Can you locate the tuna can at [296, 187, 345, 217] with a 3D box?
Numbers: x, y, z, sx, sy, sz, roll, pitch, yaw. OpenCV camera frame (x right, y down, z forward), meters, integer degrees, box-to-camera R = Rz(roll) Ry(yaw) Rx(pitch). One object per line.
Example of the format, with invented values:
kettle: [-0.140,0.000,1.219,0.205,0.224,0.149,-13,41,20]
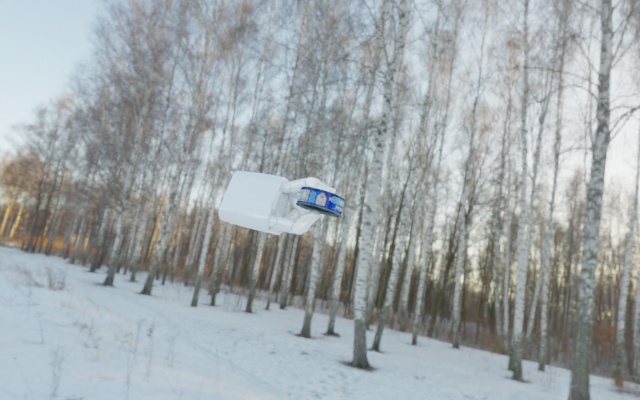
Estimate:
tuna can: [0.000,0.002,0.874,0.086,0.033,0.086,16,-8,2]
